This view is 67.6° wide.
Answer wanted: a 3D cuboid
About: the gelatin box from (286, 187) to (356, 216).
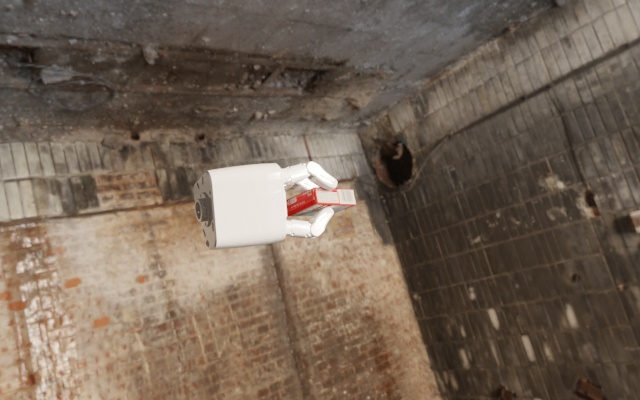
[{"bbox_3d":[0.000,0.003,0.768,0.089,0.030,0.073,2,-17,-42],"label":"gelatin box"}]
